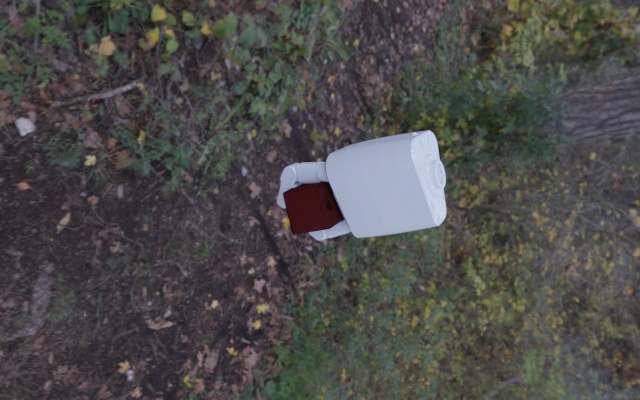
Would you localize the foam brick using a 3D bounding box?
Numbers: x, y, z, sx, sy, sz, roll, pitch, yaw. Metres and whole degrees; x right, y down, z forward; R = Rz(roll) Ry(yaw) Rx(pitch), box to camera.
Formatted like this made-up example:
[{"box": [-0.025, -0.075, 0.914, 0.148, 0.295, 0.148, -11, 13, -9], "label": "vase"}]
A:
[{"box": [0.000, 0.002, 0.579, 0.051, 0.053, 0.078, -9, 12, 31], "label": "foam brick"}]
